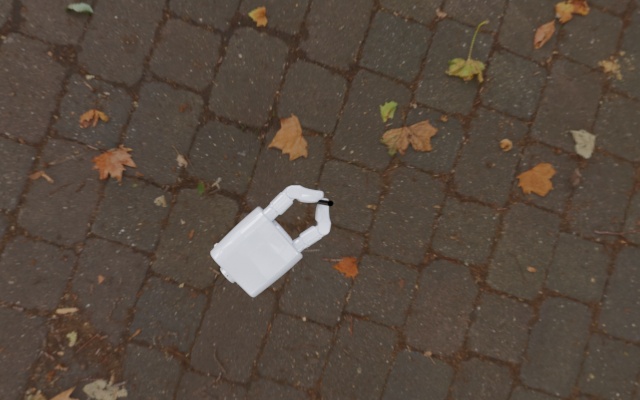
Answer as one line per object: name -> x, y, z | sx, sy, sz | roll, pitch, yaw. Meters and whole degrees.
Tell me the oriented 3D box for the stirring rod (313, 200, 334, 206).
stirring rod -> 0.000, 0.003, 0.755 | 0.011, 0.011, 0.239 | 0, 1, -6
